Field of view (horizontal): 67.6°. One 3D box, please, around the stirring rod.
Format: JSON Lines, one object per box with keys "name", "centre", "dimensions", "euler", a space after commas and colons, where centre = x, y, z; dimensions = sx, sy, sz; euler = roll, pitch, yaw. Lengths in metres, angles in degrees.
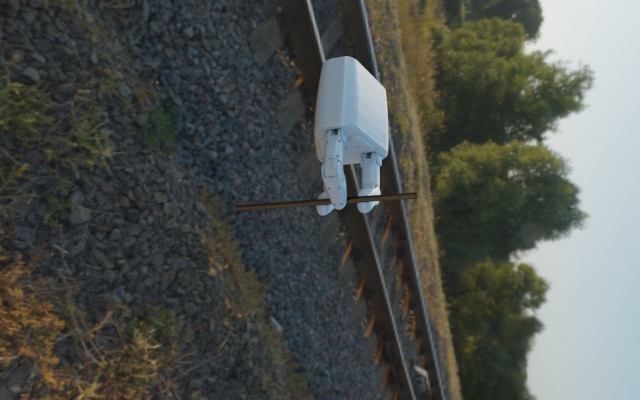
{"name": "stirring rod", "centre": [0.000, 0.002, 0.605], "dimensions": [0.239, 0.011, 0.011], "euler": [-4, -1, 19]}
